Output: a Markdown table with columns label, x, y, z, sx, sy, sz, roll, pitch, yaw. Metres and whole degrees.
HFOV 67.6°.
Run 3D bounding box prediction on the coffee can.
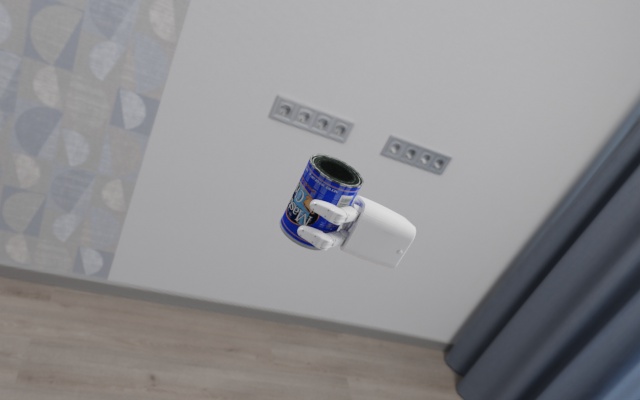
| label | x | y | z | sx | sy | sz | roll | pitch | yaw |
| --- | --- | --- | --- | --- | --- | --- | --- | --- | --- |
| coffee can | 0.000 | 0.003 | 0.849 | 0.103 | 0.140 | 0.102 | 22 | 26 | -11 |
